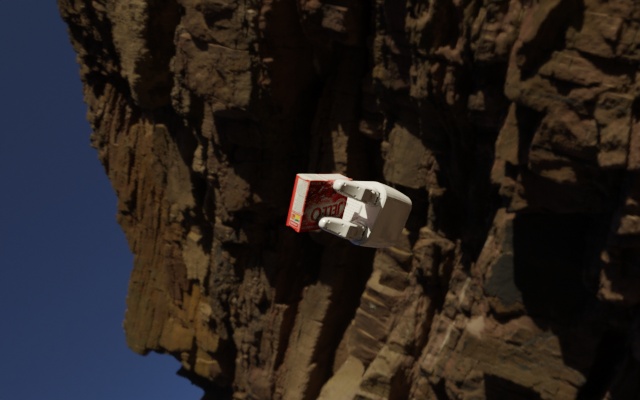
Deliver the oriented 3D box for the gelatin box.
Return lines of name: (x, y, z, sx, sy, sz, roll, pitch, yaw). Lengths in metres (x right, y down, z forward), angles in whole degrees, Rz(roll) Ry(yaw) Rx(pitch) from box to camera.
gelatin box: (0.000, 0.002, 0.656, 0.030, 0.073, 0.089, 26, 20, 39)
